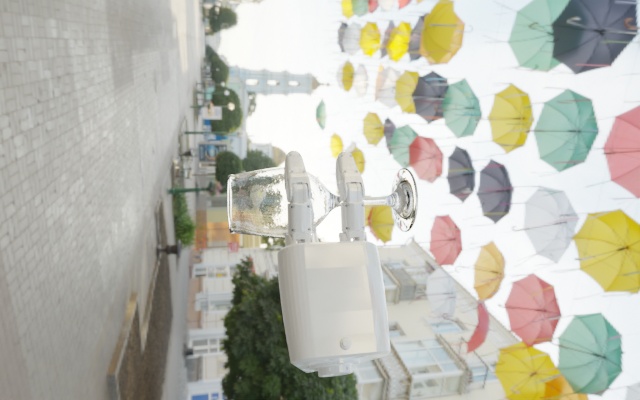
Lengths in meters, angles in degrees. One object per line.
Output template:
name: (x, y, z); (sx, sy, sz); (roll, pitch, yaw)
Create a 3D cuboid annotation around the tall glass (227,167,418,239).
tall glass: (0.001, 0.002, 0.527); (0.201, 0.079, 0.079); (-1, 0, -13)
